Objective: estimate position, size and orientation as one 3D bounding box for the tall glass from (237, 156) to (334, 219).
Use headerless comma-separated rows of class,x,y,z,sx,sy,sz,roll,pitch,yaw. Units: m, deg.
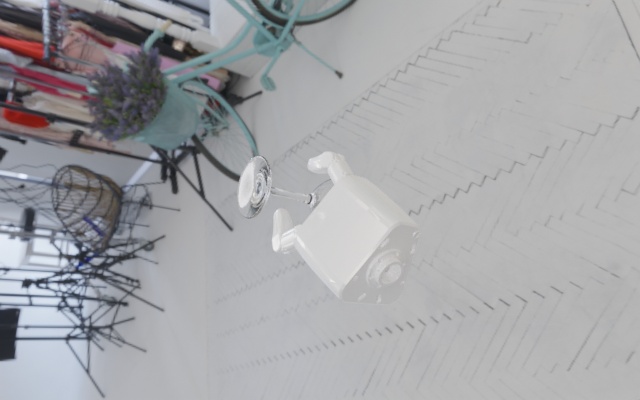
tall glass,0.000,0.002,0.610,0.201,0.079,0.079,12,-8,-37
